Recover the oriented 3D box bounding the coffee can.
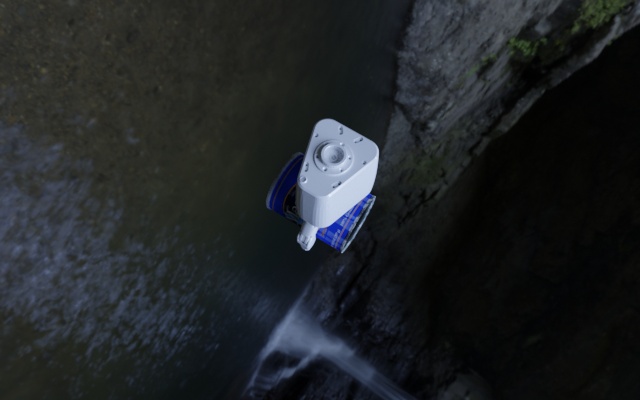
[{"bbox_3d":[0.000,0.002,0.749,0.140,0.103,0.103,31,6,10],"label":"coffee can"}]
